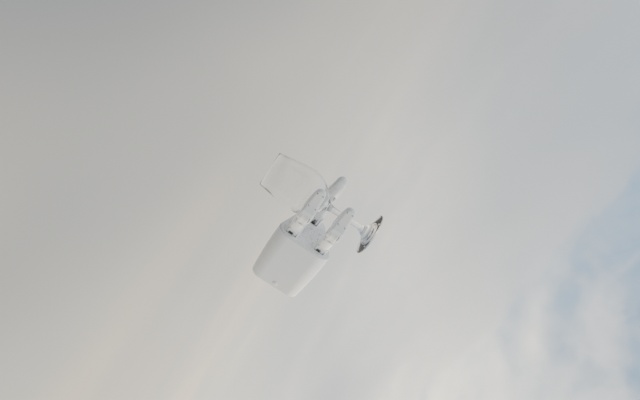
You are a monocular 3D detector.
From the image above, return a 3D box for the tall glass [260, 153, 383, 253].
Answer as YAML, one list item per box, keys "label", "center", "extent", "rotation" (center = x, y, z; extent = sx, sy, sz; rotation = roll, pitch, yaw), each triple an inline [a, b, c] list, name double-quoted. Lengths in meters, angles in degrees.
- label: "tall glass"
  center: [0.001, 0.003, 0.787]
  extent: [0.201, 0.079, 0.079]
  rotation: [34, -4, -6]
